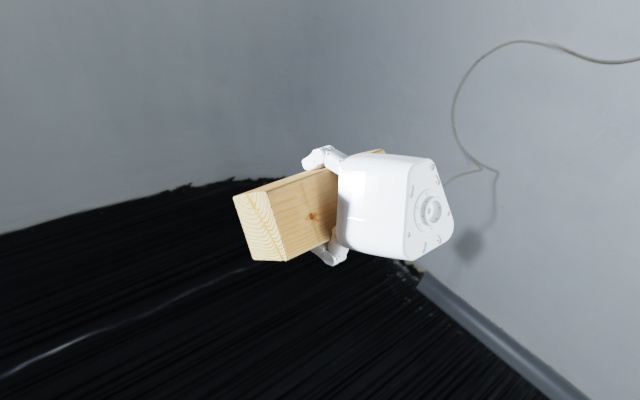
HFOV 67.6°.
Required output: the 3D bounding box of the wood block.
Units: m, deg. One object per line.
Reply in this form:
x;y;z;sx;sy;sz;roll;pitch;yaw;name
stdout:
0.000;0.002;0.657;0.206;0.091;0.090;-22;9;-36;wood block
